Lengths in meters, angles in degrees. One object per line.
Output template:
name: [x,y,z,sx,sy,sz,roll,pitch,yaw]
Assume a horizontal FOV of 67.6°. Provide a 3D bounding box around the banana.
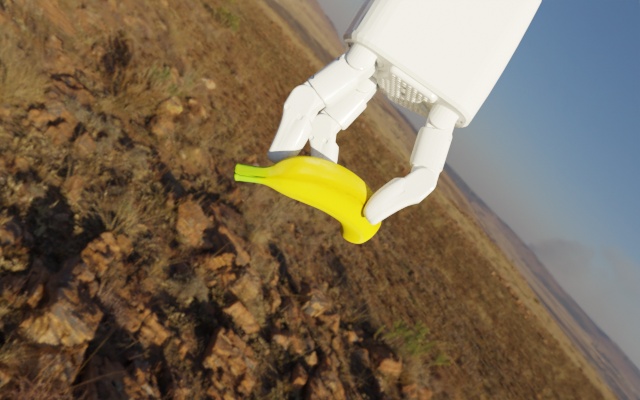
banana: [0.014,0.003,0.397,0.069,0.037,0.198,8,-15,31]
